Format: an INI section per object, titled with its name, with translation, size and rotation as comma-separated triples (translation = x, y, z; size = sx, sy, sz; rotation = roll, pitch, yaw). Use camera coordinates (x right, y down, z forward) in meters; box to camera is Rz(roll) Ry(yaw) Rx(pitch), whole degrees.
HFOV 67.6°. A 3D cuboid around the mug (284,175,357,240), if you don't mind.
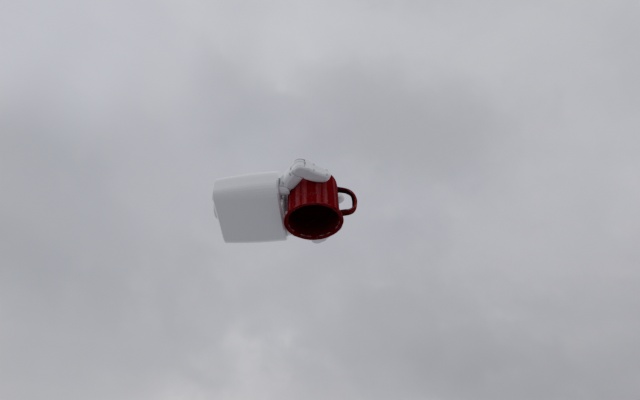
[mug]
translation = 0.002, 0.002, 0.763
size = 0.117, 0.081, 0.093
rotation = -5, -41, 3
